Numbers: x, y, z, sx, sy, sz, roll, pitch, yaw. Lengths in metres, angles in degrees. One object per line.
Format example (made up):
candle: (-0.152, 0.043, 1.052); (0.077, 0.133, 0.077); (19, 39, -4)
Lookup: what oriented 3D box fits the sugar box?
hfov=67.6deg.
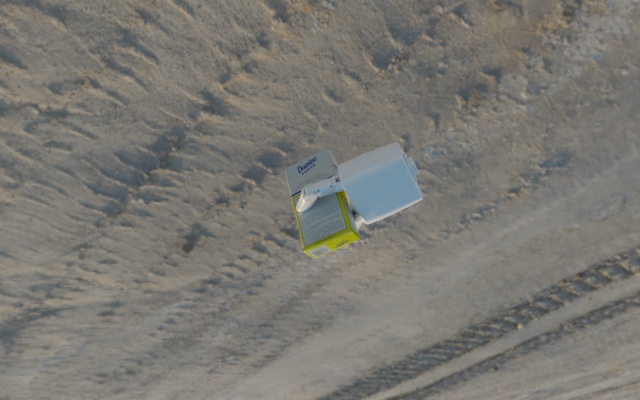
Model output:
sugar box: (0.001, 0.003, 0.834); (0.093, 0.176, 0.048); (-24, -35, 16)
